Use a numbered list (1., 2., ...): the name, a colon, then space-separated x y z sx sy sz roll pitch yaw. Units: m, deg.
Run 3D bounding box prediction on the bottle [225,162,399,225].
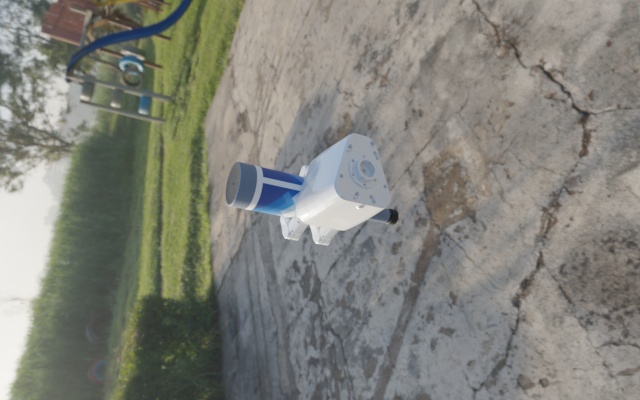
1. bottle: 0.000 0.002 0.763 0.296 0.069 0.069 12 -6 -27
